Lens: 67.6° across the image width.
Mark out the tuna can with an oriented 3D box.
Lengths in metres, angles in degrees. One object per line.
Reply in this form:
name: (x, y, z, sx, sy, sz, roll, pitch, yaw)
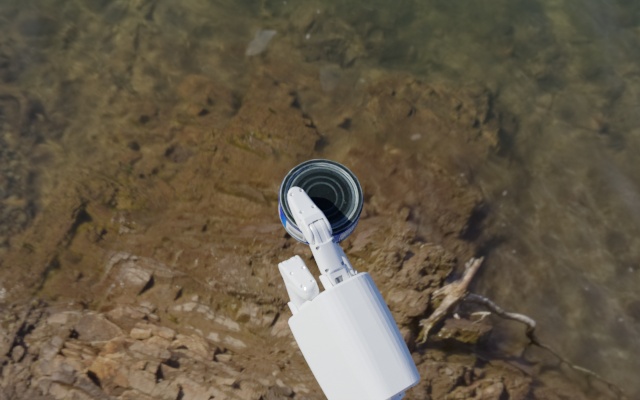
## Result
tuna can: (0.000, 0.001, 0.485, 0.086, 0.086, 0.034, 0, -23, -4)
